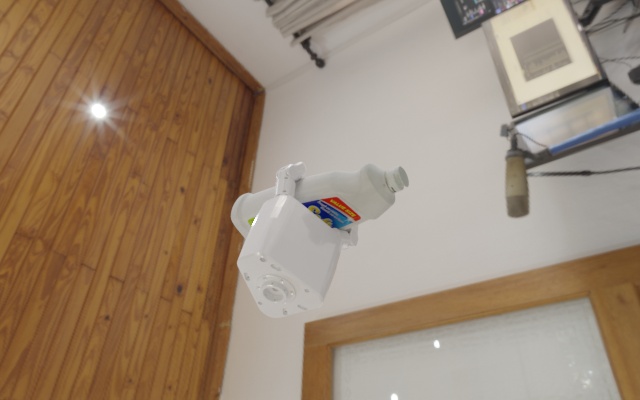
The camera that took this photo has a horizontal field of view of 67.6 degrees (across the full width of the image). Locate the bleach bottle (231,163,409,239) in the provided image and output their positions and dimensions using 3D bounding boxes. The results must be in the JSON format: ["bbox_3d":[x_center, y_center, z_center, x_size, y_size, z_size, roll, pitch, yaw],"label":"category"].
[{"bbox_3d":[0.000,0.002,0.668,0.251,0.103,0.068,-21,30,29],"label":"bleach bottle"}]
